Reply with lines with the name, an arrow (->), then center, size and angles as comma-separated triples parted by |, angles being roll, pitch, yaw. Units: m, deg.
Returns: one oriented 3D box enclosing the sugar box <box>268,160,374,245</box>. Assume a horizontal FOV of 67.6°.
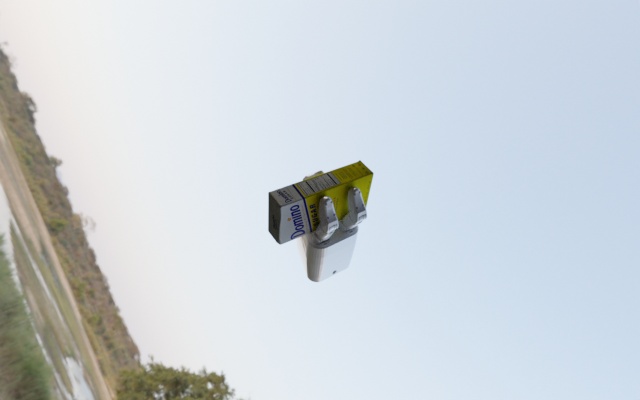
sugar box -> 0.001, 0.003, 0.784 | 0.176, 0.093, 0.048 | -23, 52, -26
